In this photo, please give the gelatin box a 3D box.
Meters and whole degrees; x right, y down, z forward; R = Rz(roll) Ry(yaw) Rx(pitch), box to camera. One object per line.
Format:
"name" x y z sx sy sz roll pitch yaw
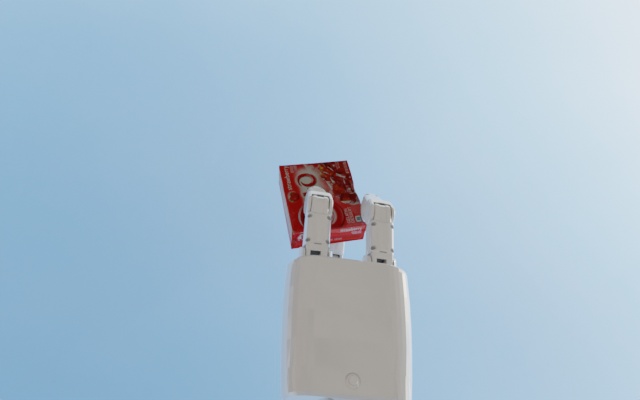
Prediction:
"gelatin box" 0.000 0.002 0.477 0.073 0.089 0.030 -6 -39 -11
